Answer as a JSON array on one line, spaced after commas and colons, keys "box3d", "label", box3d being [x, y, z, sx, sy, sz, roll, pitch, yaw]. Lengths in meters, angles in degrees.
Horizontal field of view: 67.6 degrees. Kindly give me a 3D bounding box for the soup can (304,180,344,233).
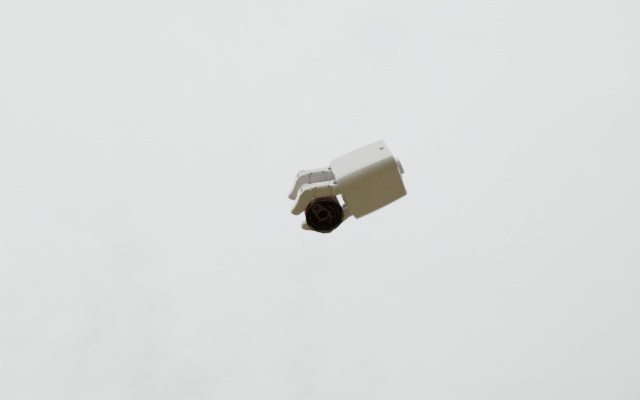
[{"box3d": [0.000, 0.003, 0.871, 0.068, 0.068, 0.102, 0, 31, -10], "label": "soup can"}]
